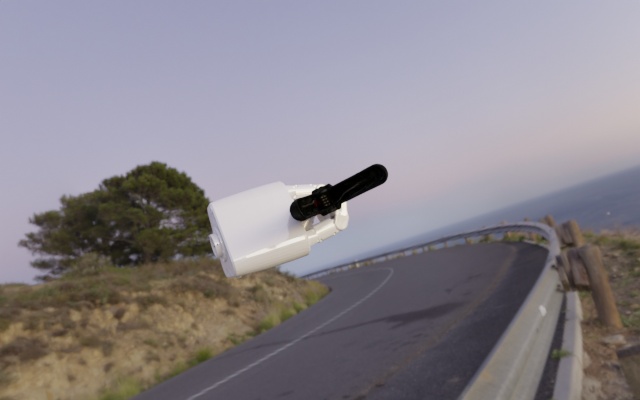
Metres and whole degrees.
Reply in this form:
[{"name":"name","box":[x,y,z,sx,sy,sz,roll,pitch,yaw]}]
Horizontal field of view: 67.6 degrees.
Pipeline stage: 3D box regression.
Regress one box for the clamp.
[{"name":"clamp","box":[0.000,0.001,0.592,0.120,0.039,0.171,-18,-6,-22]}]
